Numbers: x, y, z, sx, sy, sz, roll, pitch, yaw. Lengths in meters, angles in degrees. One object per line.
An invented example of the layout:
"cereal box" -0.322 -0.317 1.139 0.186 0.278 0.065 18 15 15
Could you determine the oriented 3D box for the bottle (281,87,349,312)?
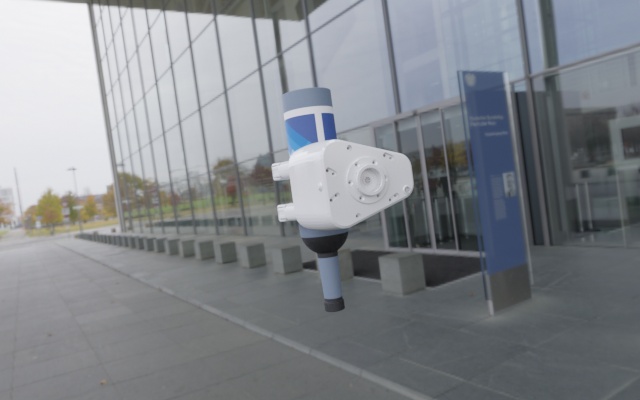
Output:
"bottle" 0.000 0.002 0.644 0.069 0.296 0.069 -8 2 0
